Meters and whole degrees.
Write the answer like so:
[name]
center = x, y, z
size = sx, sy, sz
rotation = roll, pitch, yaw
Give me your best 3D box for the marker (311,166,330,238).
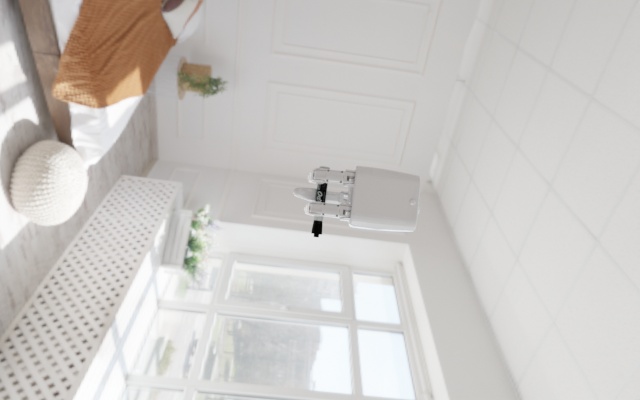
[marker]
center = 0.000, 0.003, 0.813
size = 0.020, 0.121, 0.020
rotation = 7, -4, 1
